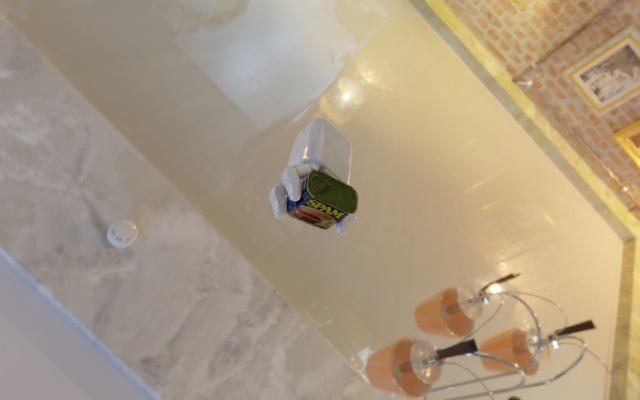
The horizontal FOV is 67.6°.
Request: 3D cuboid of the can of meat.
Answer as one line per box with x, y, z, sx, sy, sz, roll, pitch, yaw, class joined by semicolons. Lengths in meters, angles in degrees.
0.000;0.003;0.835;0.102;0.057;0.084;24;-38;-23;can of meat
